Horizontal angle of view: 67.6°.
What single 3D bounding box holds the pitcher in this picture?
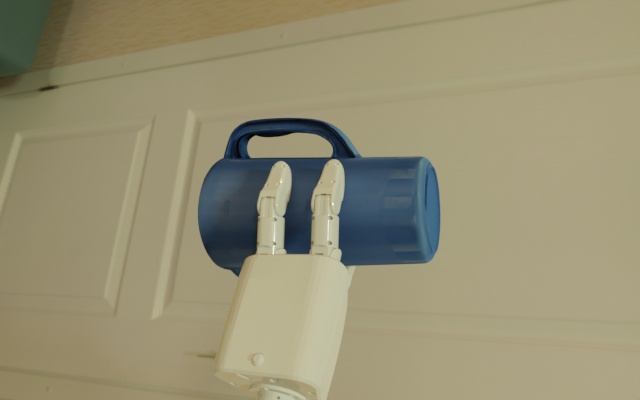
[{"bbox_3d":[0.000,0.002,0.520,0.243,0.145,0.149,-2,-41,22],"label":"pitcher"}]
